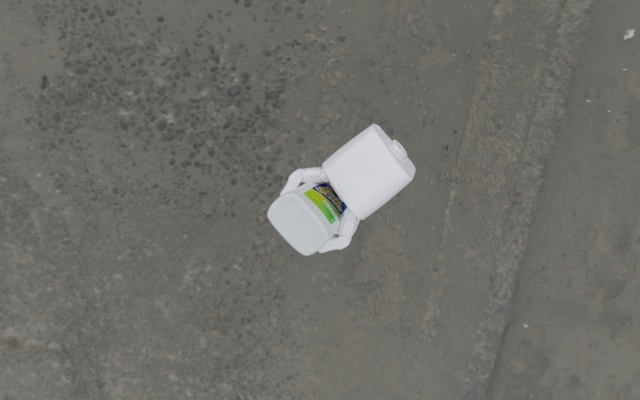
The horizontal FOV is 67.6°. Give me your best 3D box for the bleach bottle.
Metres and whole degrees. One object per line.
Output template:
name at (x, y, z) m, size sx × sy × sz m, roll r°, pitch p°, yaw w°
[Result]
bleach bottle at (0.000, 0.003, 0.819) m, size 0.068 × 0.102 × 0.250 m, roll -40°, pitch 3°, yaw 22°
